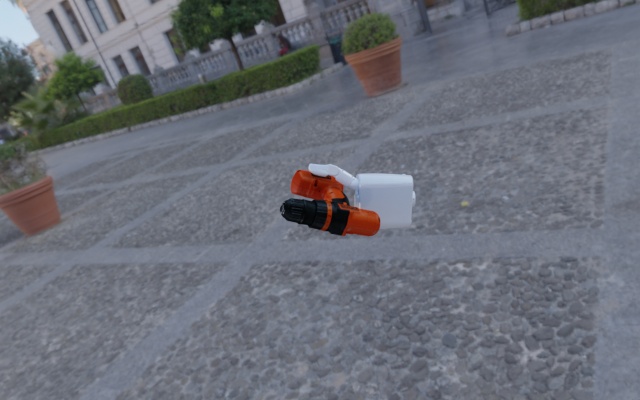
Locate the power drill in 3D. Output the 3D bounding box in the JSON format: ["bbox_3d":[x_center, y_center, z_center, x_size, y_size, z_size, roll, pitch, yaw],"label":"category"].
[{"bbox_3d":[0.000,0.003,0.887,0.184,0.057,0.187,12,21,-21],"label":"power drill"}]
